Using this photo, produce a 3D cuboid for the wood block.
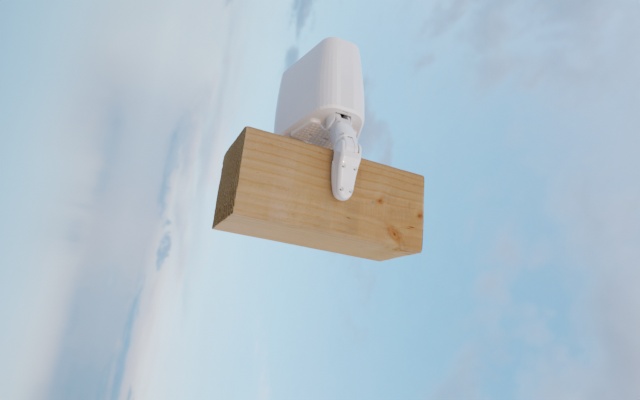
[{"bbox_3d":[0.000,0.001,0.515,0.206,0.090,0.091,13,-19,-21],"label":"wood block"}]
